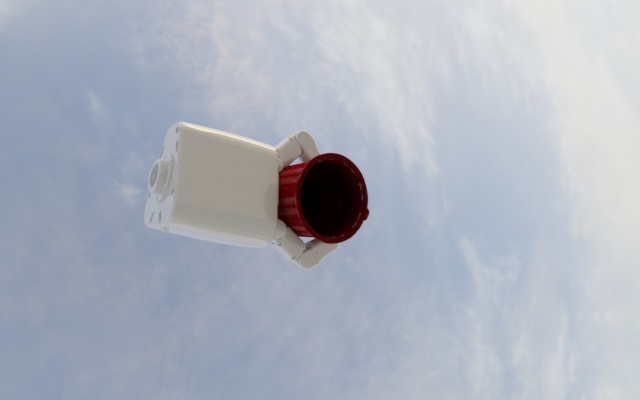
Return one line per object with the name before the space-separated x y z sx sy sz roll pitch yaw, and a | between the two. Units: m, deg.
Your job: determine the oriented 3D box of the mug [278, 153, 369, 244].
mug | 0.001 0.002 0.525 0.117 0.093 0.081 16 -11 -34
